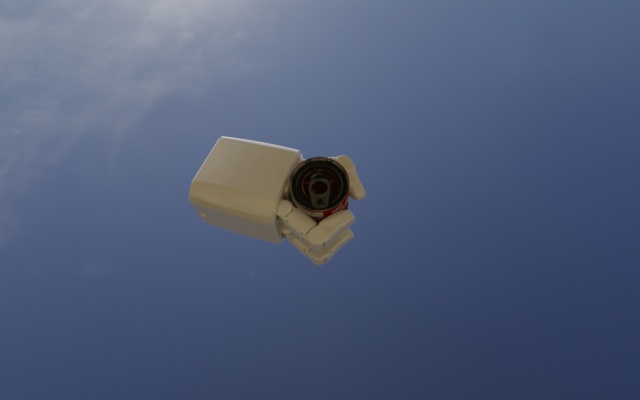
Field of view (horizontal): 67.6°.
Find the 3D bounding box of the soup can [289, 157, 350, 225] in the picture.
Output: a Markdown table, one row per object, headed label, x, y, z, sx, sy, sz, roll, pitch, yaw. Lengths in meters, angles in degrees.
| label | x | y | z | sx | sy | sz | roll | pitch | yaw |
| --- | --- | --- | --- | --- | --- | --- | --- | --- | --- |
| soup can | 0.001 | 0.002 | 0.577 | 0.068 | 0.068 | 0.102 | 0 | -25 | 2 |
